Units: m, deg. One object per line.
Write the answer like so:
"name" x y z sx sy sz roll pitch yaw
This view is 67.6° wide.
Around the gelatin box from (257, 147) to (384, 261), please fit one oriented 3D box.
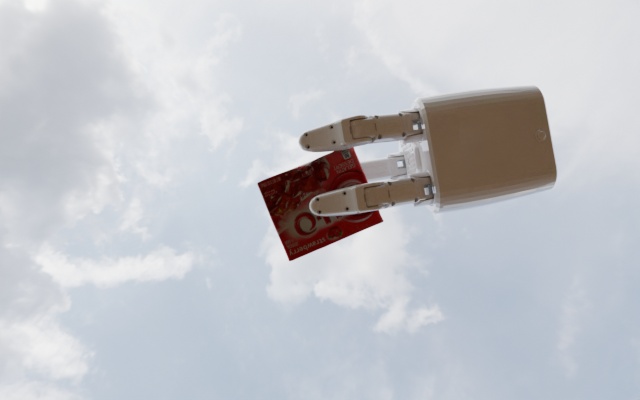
"gelatin box" 0.000 0.001 0.414 0.089 0.073 0.030 -22 3 0
